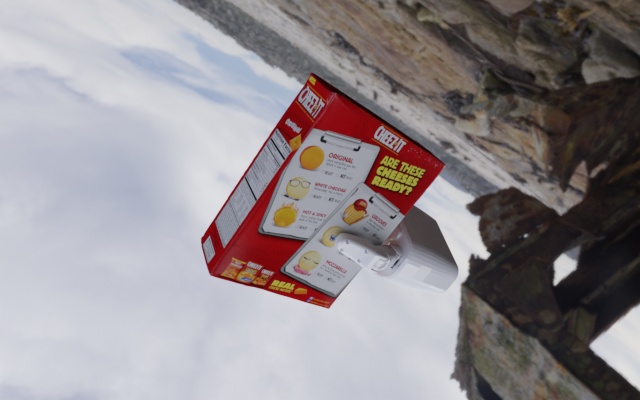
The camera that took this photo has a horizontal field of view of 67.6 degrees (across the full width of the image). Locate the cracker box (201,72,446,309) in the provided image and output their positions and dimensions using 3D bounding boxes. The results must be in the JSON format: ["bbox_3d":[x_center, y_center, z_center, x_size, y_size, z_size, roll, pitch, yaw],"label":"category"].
[{"bbox_3d":[0.000,0.002,0.503,0.164,0.214,0.072,25,19,-36],"label":"cracker box"}]
